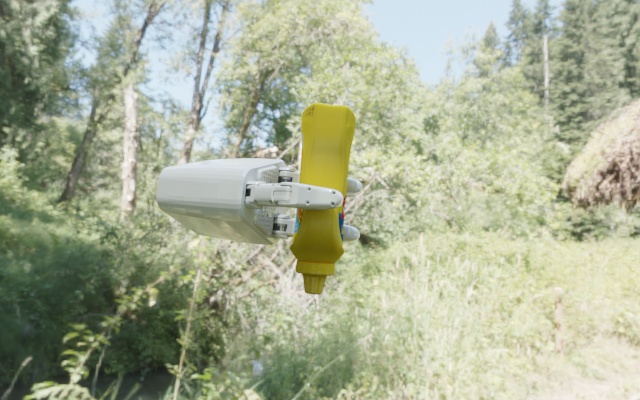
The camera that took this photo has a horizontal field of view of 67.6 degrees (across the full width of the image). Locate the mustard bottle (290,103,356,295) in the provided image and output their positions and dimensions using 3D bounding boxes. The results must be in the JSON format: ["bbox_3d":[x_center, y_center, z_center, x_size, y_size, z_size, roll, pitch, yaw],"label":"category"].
[{"bbox_3d":[0.000,0.001,0.503,0.058,0.191,0.096,6,-5,-3],"label":"mustard bottle"}]
